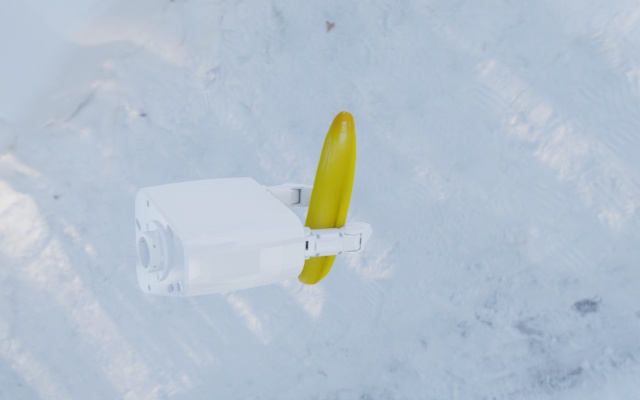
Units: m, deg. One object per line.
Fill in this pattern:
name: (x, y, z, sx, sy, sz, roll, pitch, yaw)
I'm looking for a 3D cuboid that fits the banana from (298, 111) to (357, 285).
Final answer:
banana: (0.002, 0.014, 0.466, 0.037, 0.198, 0.069, 6, 31, -15)
